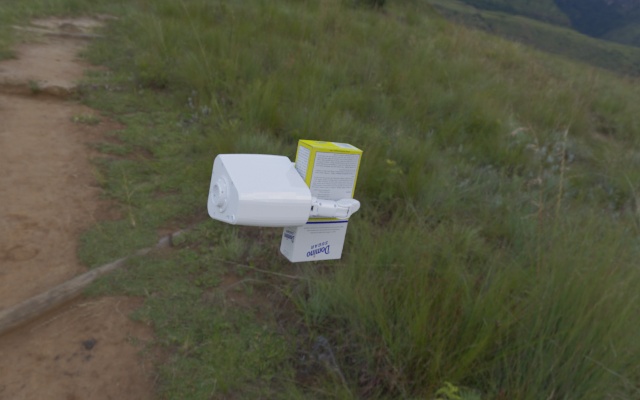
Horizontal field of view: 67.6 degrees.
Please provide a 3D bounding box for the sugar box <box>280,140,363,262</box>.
[{"bbox_3d":[0.000,0.002,0.714,0.093,0.176,0.048,1,21,-34],"label":"sugar box"}]
